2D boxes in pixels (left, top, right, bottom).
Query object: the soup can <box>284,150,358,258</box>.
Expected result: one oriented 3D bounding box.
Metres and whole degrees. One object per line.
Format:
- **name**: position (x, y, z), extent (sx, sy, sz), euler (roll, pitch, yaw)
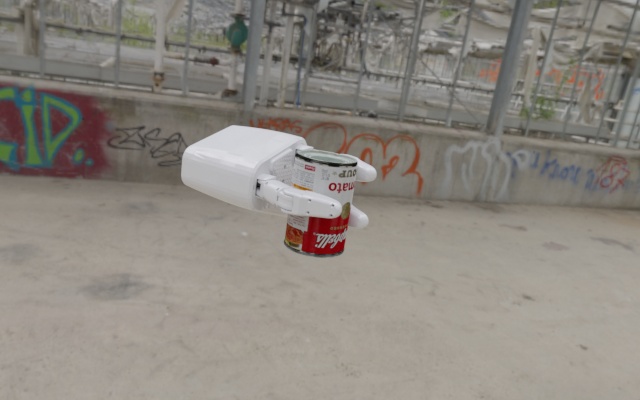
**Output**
- **soup can**: position (0.000, 0.002, 0.515), extent (0.068, 0.102, 0.068), euler (8, 15, -2)
